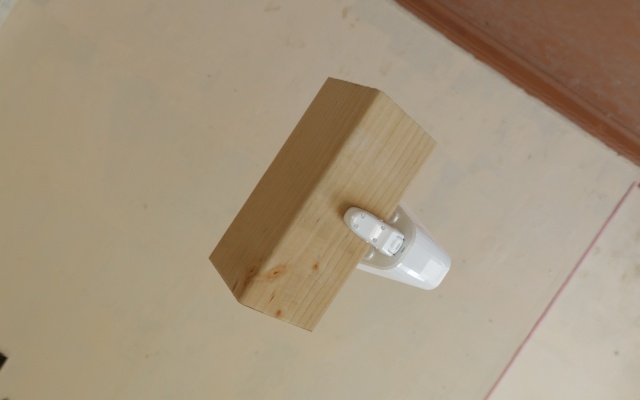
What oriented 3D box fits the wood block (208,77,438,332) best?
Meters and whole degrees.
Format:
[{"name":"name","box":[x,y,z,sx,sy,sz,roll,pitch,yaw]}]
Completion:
[{"name":"wood block","box":[0.000,0.002,0.441,0.090,0.206,0.090,33,1,-36]}]
